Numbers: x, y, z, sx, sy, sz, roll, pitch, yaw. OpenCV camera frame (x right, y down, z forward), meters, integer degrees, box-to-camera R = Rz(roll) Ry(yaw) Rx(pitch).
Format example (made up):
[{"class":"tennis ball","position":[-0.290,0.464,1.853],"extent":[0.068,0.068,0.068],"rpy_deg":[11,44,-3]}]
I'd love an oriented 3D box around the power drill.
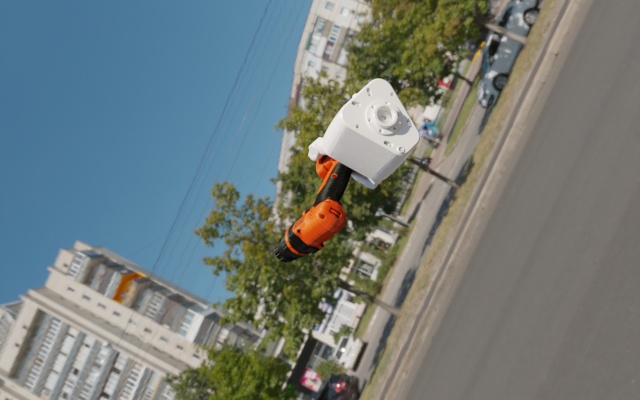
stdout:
[{"class":"power drill","position":[0.000,0.002,0.760],"extent":[0.057,0.187,0.184],"rpy_deg":[32,-35,-15]}]
